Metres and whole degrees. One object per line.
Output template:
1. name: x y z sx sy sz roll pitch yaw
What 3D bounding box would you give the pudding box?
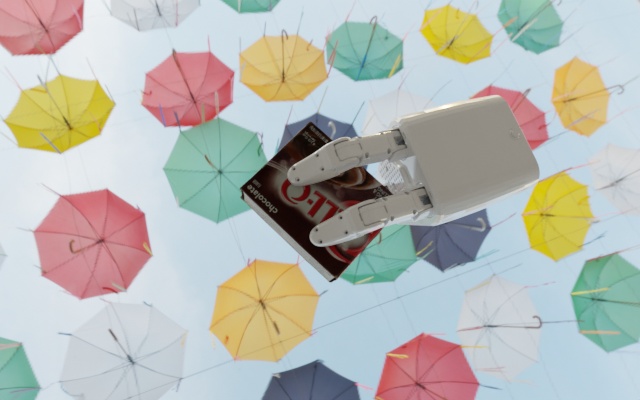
1. pudding box: 0.000 0.001 0.418 0.113 0.090 0.039 42 -20 7
